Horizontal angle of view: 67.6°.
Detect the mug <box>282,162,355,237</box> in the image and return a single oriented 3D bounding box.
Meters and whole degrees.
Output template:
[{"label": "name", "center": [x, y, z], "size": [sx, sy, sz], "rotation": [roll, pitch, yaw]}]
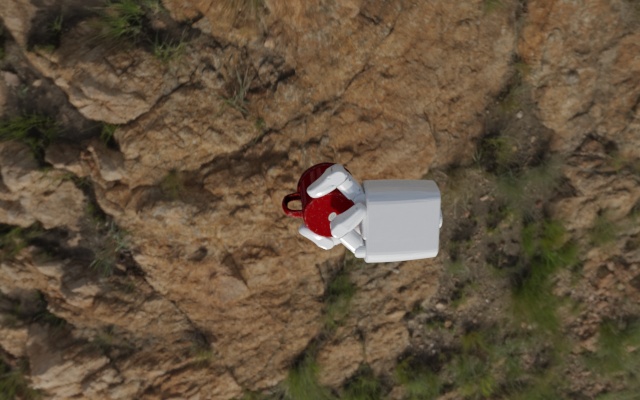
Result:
[{"label": "mug", "center": [-0.001, 0.003, 0.722], "size": [0.117, 0.093, 0.081], "rotation": [-4, 32, -3]}]
